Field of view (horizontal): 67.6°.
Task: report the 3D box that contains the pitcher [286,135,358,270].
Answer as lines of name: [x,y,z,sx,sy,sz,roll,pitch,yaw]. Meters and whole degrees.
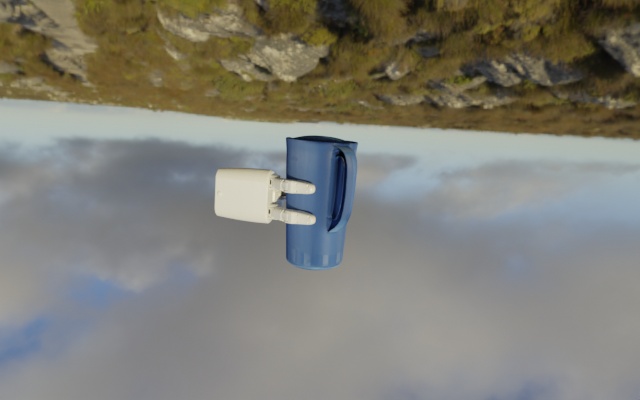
pitcher: [0.000,0.003,0.885,0.145,0.243,0.149,6,10,12]
